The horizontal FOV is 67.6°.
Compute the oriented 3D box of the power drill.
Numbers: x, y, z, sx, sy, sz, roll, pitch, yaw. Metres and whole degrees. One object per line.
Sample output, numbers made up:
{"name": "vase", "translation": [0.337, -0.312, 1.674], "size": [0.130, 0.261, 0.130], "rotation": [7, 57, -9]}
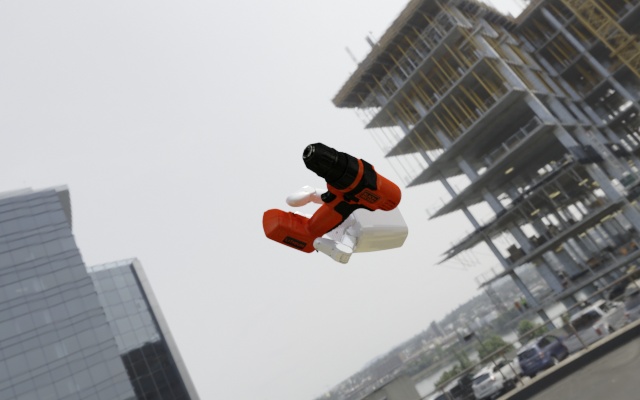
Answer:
{"name": "power drill", "translation": [0.000, 0.003, 0.703], "size": [0.184, 0.057, 0.188], "rotation": [27, -48, -37]}
